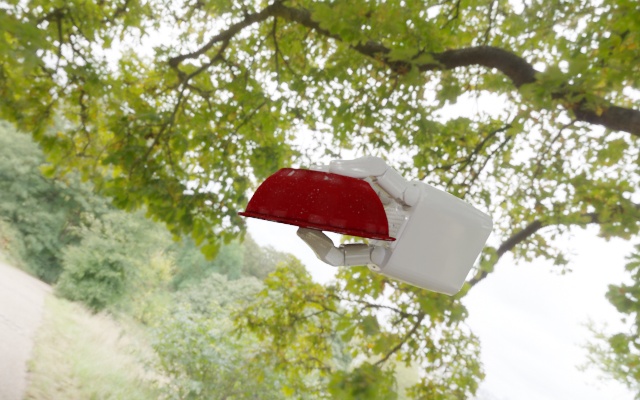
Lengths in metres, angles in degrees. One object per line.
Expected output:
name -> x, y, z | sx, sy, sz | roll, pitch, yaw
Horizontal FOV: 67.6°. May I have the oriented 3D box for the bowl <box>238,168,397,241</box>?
bowl -> -0.001, 0.001, 0.485 | 0.162, 0.055, 0.162 | 9, -1, 0
